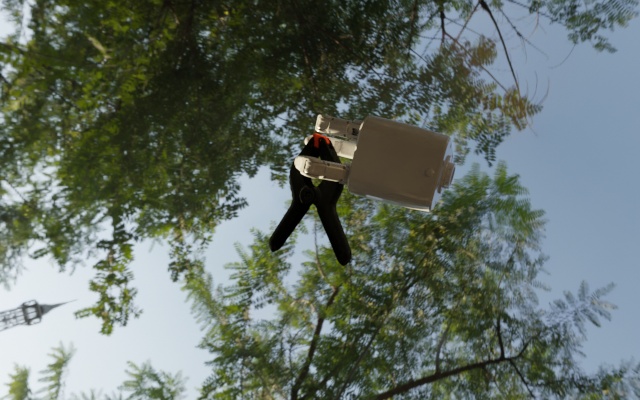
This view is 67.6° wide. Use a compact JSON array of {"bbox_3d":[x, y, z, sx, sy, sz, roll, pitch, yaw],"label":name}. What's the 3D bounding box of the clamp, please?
[{"bbox_3d":[0.000,0.002,0.629,0.120,0.171,0.039,16,9,19],"label":"clamp"}]
